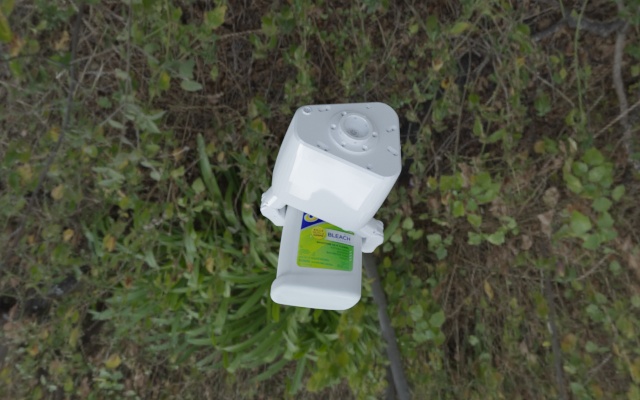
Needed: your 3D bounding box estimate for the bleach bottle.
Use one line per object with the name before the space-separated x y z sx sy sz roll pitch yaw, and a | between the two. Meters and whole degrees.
bleach bottle | 0.000 0.002 0.590 0.102 0.250 0.068 9 -30 -13
